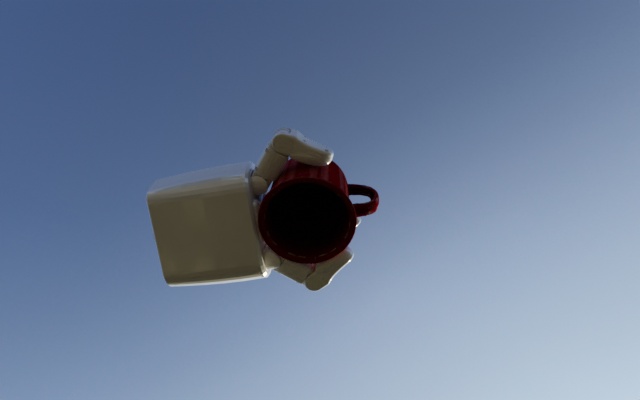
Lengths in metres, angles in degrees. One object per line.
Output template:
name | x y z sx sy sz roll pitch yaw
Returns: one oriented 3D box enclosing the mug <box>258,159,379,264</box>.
mug | 0.001 0.001 0.481 0.117 0.093 0.081 -8 26 5
